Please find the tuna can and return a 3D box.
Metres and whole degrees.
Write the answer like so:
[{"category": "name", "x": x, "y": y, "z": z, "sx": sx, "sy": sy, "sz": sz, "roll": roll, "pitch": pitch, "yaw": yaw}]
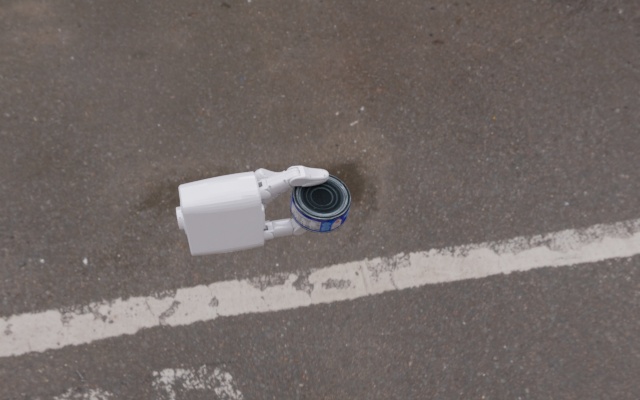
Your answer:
[{"category": "tuna can", "x": 0.000, "y": 0.002, "z": 0.683, "sx": 0.086, "sy": 0.086, "sz": 0.034, "roll": 0, "pitch": -36, "yaw": -10}]
